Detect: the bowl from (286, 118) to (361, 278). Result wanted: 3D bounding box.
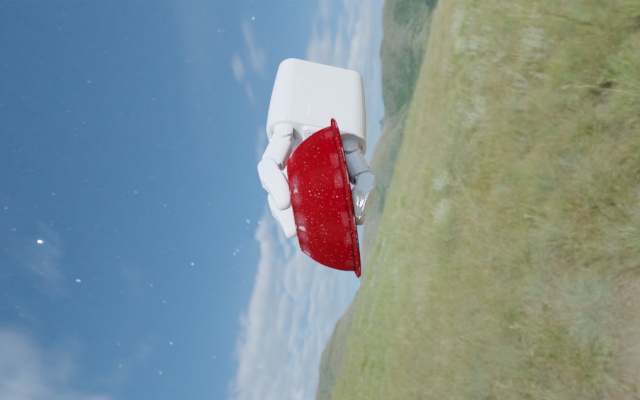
[{"bbox_3d":[0.000,0.003,0.478,0.055,0.162,0.162,-10,0,-1],"label":"bowl"}]
